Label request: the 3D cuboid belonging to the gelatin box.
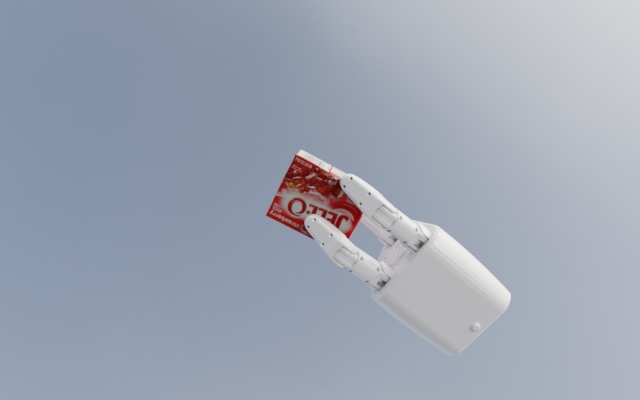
[{"bbox_3d":[0.000,0.001,0.489,0.089,0.073,0.030,28,18,0],"label":"gelatin box"}]
